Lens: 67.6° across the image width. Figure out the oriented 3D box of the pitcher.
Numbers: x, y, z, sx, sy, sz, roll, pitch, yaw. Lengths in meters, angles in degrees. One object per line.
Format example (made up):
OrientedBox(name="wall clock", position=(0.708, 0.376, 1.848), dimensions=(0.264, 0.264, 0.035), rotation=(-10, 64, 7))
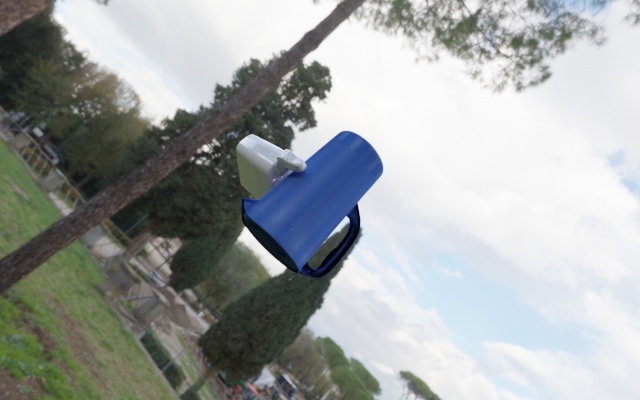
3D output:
OrientedBox(name="pitcher", position=(0.000, 0.003, 0.812), dimensions=(0.145, 0.242, 0.149), rotation=(34, -21, 34))
